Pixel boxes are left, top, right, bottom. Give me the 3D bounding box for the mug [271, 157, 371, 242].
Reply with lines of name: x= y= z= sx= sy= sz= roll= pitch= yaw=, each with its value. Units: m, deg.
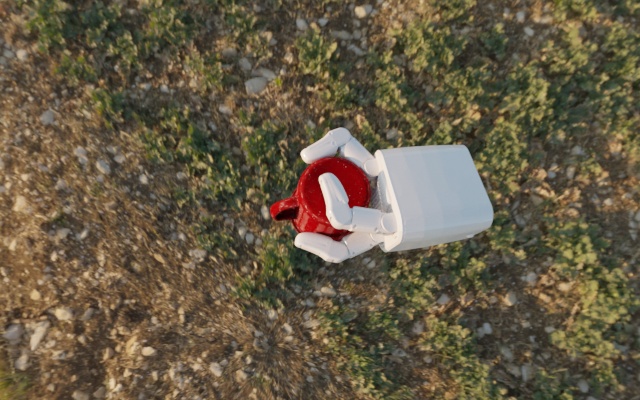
mug: x=-0.001 y=0.002 z=0.553 sx=0.117 sy=0.093 sz=0.081 roll=-8 pitch=-16 yaw=-9
